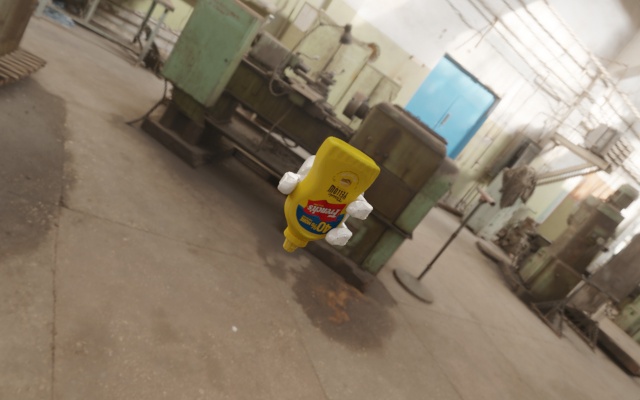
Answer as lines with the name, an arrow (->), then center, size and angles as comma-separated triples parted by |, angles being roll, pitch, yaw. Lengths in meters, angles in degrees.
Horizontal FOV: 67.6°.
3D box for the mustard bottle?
mustard bottle -> 0.000, 0.002, 0.736 | 0.096, 0.192, 0.058 | 26, 19, -30
